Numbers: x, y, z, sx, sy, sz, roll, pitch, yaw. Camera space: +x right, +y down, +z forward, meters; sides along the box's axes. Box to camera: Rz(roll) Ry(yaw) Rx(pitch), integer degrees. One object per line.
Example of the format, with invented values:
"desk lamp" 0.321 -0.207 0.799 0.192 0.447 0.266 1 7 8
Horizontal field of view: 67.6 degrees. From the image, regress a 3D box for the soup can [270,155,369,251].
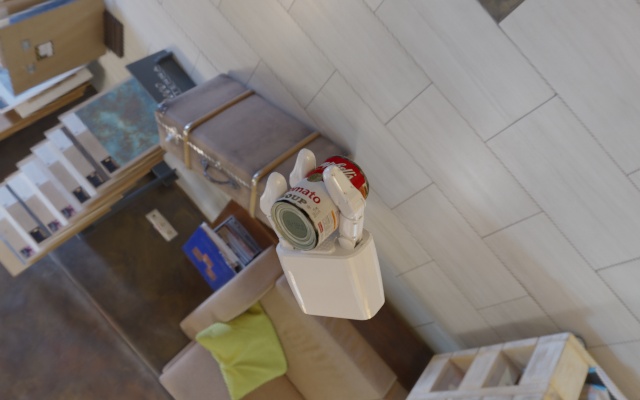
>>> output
"soup can" 0.000 0.002 0.546 0.068 0.068 0.102 0 32 46
